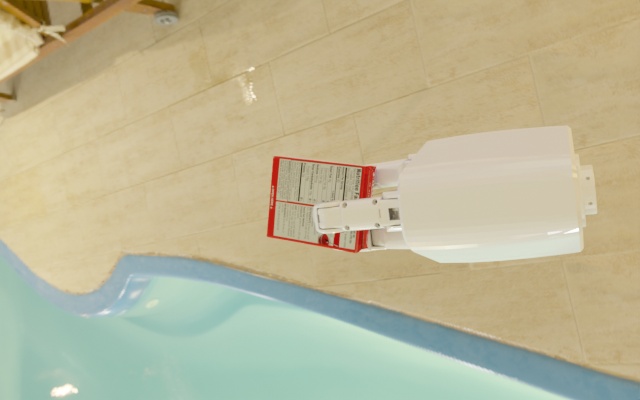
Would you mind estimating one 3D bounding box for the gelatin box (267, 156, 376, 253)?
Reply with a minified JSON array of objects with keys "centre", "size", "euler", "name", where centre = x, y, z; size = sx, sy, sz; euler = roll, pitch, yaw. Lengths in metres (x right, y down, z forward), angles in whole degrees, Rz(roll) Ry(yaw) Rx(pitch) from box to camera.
[{"centre":[0.000,0.001,0.414],"size":[0.089,0.073,0.030],"euler":[8,8,22],"name":"gelatin box"}]
